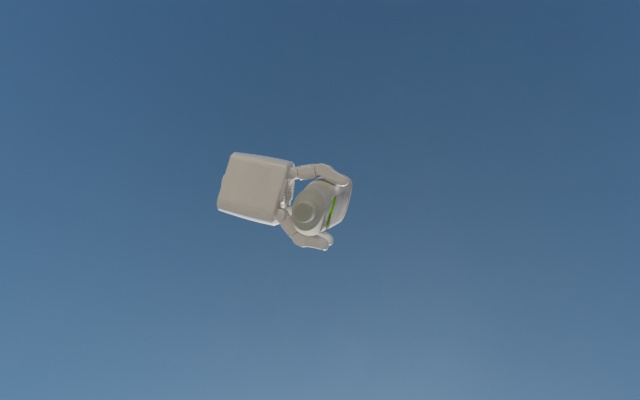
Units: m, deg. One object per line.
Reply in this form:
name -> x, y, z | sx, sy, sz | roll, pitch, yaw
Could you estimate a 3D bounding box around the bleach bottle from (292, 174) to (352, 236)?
bleach bottle -> 0.000, 0.003, 0.819 | 0.068, 0.102, 0.251 | 14, 6, 10
